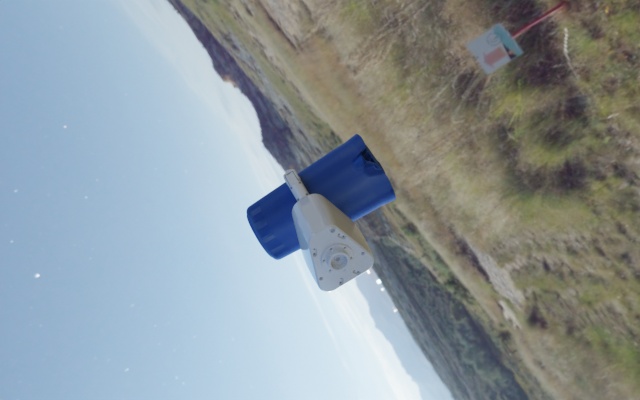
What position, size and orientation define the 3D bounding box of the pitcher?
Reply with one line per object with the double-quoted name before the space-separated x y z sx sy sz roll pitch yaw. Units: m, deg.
"pitcher" 0.000 0.003 0.843 0.243 0.149 0.145 -31 30 0
